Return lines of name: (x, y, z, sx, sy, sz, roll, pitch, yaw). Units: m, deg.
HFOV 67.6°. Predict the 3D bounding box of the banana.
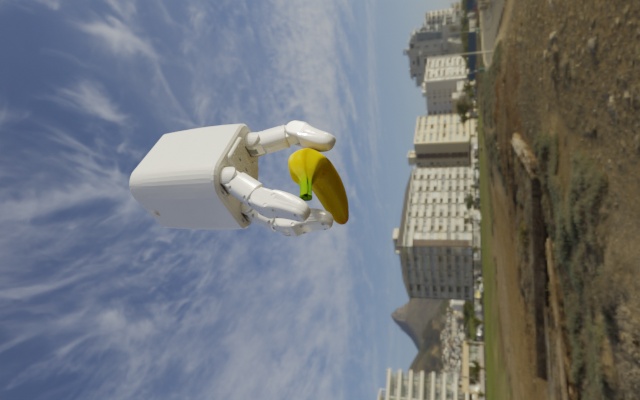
banana: (-0.001, -0.017, 0.543, 0.037, 0.069, 0.198, -4, -10, 15)
